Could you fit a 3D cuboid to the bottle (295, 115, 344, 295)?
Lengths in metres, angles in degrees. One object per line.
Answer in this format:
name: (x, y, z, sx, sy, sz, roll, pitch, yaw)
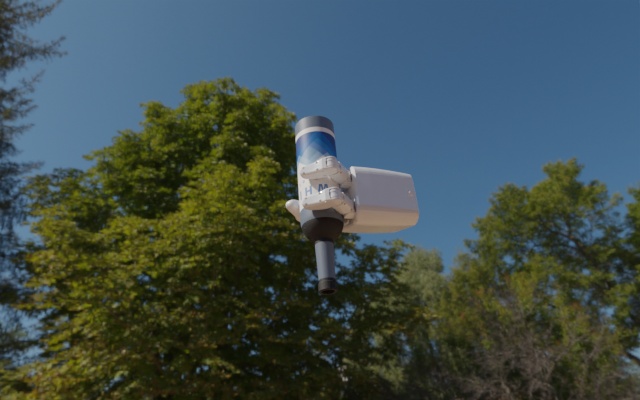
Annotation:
bottle: (0.000, 0.002, 0.750, 0.069, 0.295, 0.069, -4, -29, -2)
